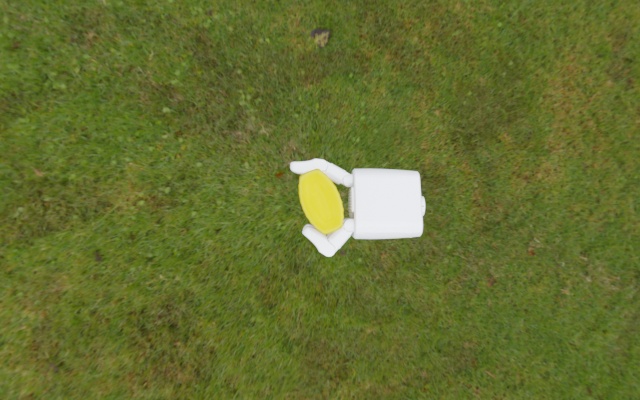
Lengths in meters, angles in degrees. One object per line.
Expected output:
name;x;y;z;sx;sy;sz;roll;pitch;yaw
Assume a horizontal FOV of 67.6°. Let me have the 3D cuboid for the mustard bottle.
mustard bottle;0.000;0.003;0.780;0.058;0.096;0.191;-24;0;-1
